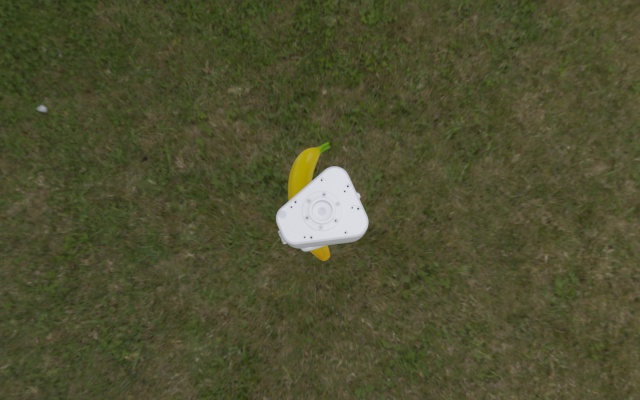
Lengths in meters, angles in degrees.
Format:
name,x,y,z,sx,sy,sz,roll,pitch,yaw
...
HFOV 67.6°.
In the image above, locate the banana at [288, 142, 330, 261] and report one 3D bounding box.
name,x,y,z,sx,sy,sz,roll,pitch,yaw
banana,-0.019,-0.001,0.778,0.069,0.198,0.037,1,-6,0
